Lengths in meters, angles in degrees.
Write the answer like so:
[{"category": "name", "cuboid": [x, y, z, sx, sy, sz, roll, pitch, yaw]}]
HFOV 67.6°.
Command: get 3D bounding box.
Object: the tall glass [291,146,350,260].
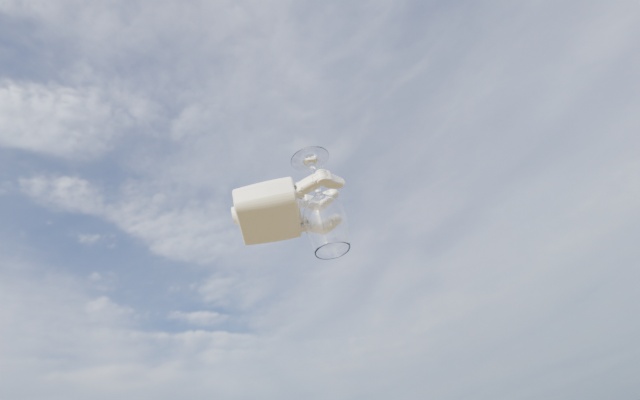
[{"category": "tall glass", "cuboid": [0.000, 0.002, 0.852, 0.079, 0.201, 0.079, -10, -32, -7]}]
